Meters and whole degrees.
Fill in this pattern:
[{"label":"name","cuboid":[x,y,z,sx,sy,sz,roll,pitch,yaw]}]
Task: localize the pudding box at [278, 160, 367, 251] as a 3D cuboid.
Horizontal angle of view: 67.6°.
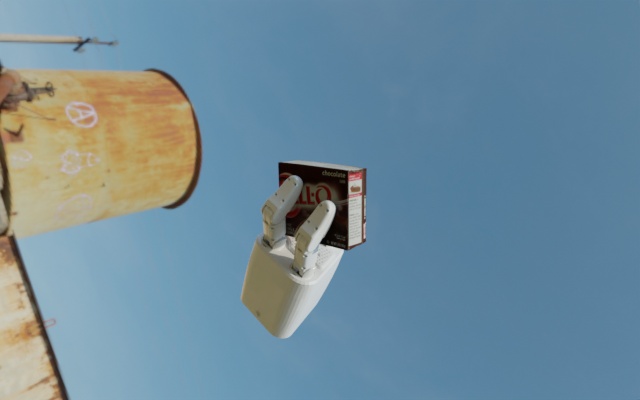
[{"label":"pudding box","cuboid":[0.000,0.002,0.556,0.113,0.090,0.039,9,16,40]}]
